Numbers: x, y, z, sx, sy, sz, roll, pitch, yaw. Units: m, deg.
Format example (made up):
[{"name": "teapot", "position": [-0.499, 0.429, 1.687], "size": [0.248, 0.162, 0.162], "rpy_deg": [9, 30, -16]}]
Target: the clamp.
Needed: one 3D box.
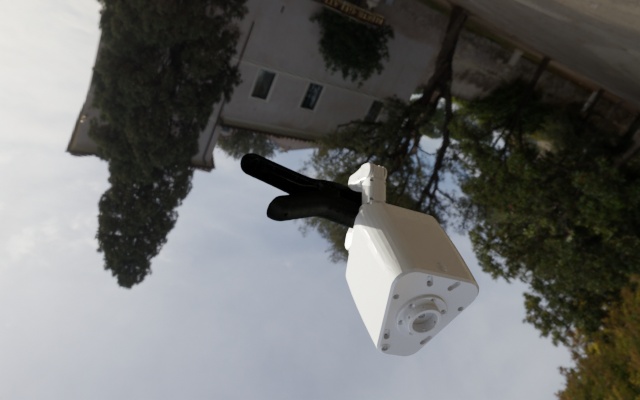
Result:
[{"name": "clamp", "position": [0.000, 0.002, 0.513], "size": [0.171, 0.039, 0.120], "rpy_deg": [15, 28, -21]}]
